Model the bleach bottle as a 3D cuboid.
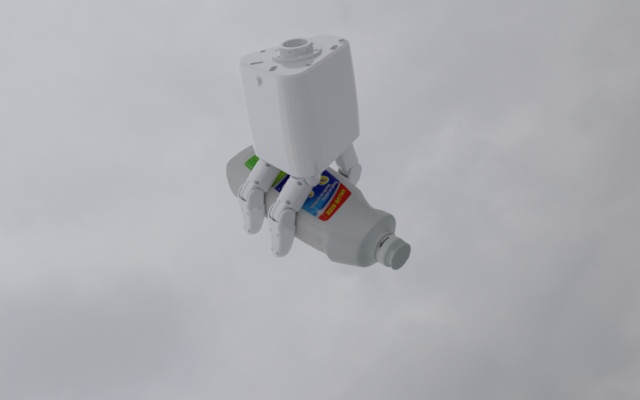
[{"bbox_3d":[0.000,0.002,0.536,0.102,0.068,0.250,-33,43,-28],"label":"bleach bottle"}]
